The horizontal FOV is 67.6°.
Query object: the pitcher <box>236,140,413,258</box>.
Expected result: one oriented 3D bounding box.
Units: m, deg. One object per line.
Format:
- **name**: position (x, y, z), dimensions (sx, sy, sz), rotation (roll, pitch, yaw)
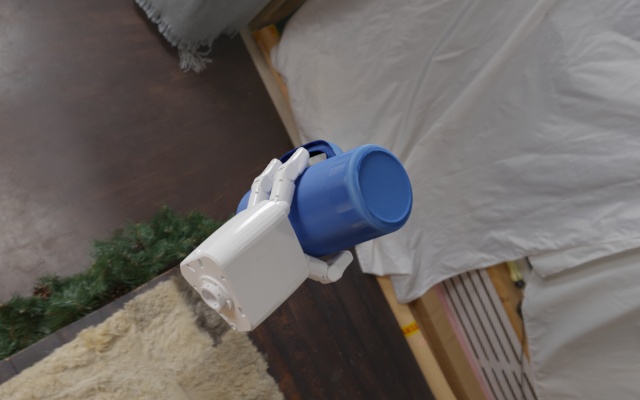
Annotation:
- **pitcher**: position (0.000, 0.002, 0.641), dimensions (0.243, 0.149, 0.145), rotation (-21, 15, 48)
